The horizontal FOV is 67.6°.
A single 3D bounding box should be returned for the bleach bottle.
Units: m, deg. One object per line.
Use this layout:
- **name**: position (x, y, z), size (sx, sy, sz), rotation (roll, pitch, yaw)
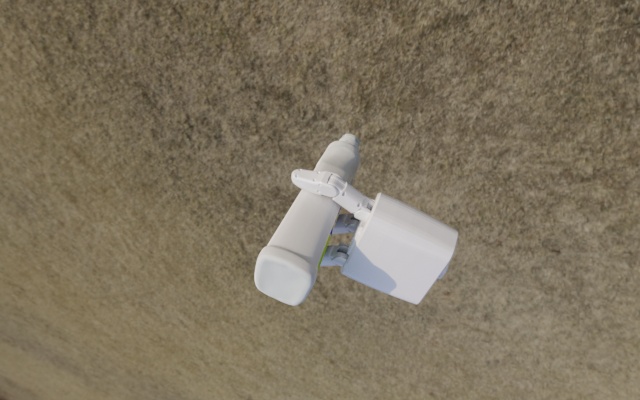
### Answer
- **bleach bottle**: position (0.000, 0.002, 0.603), size (0.068, 0.250, 0.103), rotation (24, -36, 2)
